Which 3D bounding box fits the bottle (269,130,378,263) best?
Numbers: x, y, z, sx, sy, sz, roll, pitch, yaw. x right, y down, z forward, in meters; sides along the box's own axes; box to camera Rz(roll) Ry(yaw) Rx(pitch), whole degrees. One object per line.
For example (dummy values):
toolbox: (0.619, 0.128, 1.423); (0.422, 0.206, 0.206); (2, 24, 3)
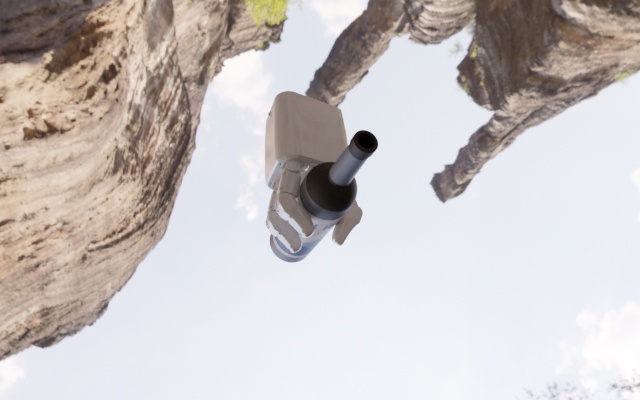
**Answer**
bottle: (0.000, 0.002, 0.606); (0.069, 0.069, 0.296); (0, -25, -20)
